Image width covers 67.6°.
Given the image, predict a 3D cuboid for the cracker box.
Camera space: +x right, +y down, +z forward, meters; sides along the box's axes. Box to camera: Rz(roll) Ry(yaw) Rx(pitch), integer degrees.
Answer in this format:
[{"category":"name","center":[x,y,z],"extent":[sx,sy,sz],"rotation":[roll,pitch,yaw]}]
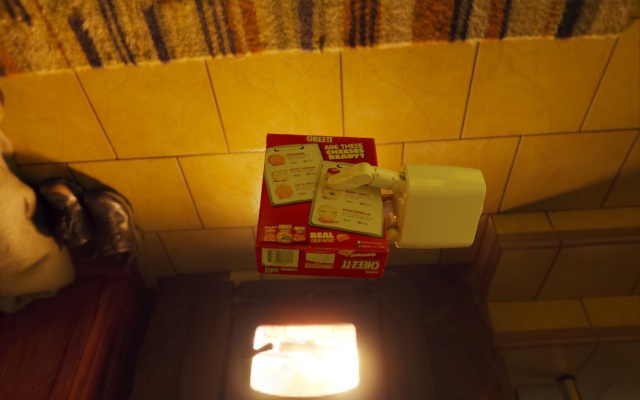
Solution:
[{"category":"cracker box","center":[0.000,0.002,0.664],"extent":[0.164,0.213,0.072],"rotation":[2,-43,-4]}]
